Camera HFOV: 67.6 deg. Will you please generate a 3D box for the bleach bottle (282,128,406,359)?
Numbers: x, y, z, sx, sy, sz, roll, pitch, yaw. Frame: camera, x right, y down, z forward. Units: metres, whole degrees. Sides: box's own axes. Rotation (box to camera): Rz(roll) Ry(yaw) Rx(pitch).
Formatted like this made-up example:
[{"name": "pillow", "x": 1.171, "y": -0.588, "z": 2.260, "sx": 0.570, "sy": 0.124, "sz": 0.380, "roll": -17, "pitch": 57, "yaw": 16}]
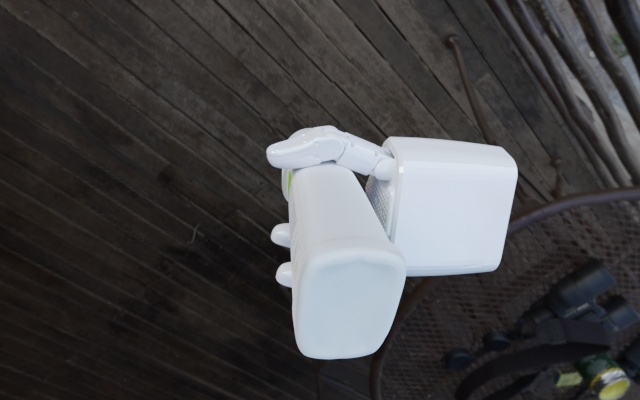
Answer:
[{"name": "bleach bottle", "x": 0.000, "y": 0.001, "z": 0.402, "sx": 0.068, "sy": 0.103, "sz": 0.250, "roll": 1, "pitch": 34, "yaw": -10}]
